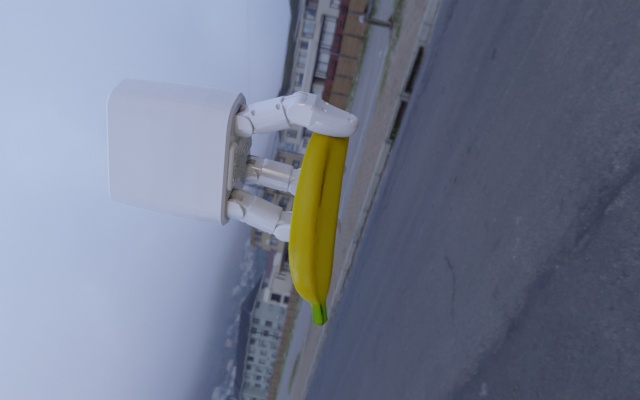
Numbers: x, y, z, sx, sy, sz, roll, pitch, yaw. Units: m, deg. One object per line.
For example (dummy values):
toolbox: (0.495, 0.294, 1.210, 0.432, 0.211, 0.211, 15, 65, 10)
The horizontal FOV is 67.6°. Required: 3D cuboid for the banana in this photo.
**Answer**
banana: (-0.001, -0.004, 0.395, 0.037, 0.197, 0.070, 6, -26, 4)
